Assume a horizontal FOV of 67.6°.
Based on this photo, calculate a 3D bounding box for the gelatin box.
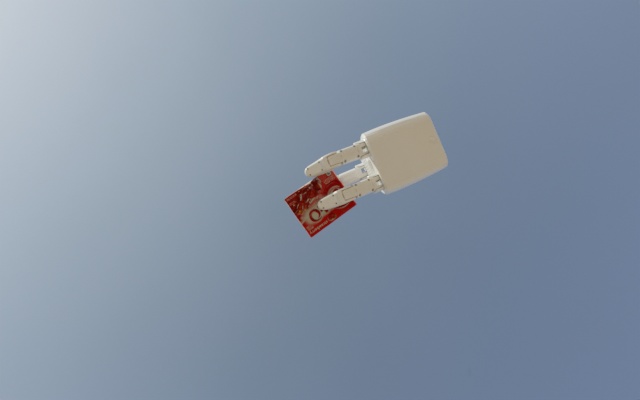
[{"bbox_3d":[0.000,0.003,0.744,0.089,0.073,0.030,-35,1,0],"label":"gelatin box"}]
